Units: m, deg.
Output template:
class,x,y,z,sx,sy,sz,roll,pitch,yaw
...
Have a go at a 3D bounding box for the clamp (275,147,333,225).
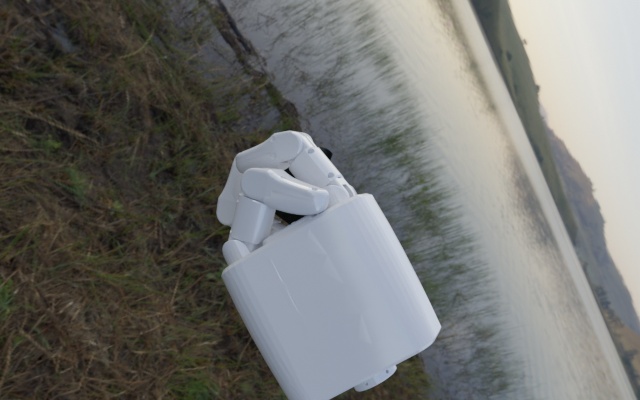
class,x,y,z,sx,sy,sz,roll,pitch,yaw
clamp,0.000,0.001,0.434,0.039,0.120,0.171,-42,-11,22
